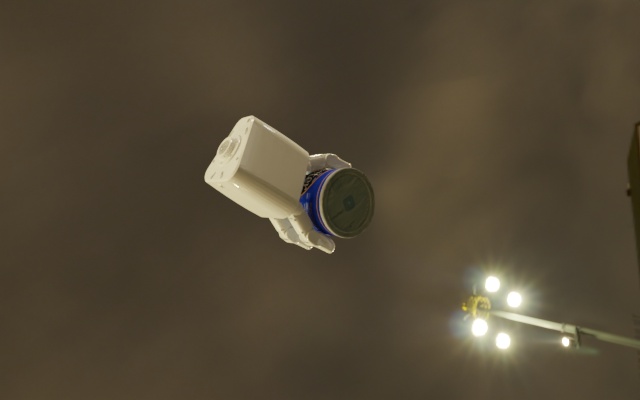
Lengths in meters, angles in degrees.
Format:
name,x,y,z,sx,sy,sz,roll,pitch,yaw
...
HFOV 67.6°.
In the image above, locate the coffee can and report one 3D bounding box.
name,x,y,z,sx,sy,sz,roll,pitch,yaw
coffee can,0.000,0.002,0.746,0.103,0.103,0.140,0,1,-38
